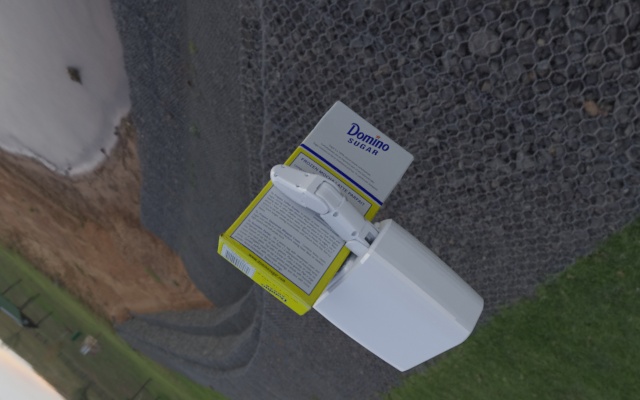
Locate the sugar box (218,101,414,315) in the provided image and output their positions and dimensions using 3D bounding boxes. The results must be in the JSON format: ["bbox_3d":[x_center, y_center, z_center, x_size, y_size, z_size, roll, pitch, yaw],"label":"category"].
[{"bbox_3d":[0.000,0.002,0.426,0.093,0.176,0.048,38,-28,2],"label":"sugar box"}]
